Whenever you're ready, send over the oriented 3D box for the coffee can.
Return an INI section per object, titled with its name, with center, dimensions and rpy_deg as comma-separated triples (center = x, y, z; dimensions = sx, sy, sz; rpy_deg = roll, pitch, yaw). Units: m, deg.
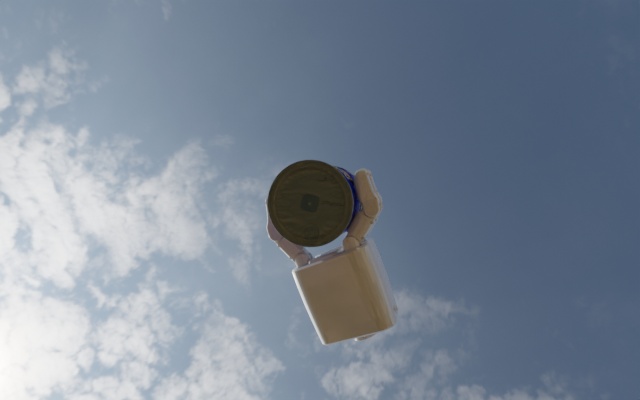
[coffee can]
center = 0.000, 0.002, 0.624
dimensions = 0.103, 0.103, 0.140
rpy_deg = 0, 1, 11
